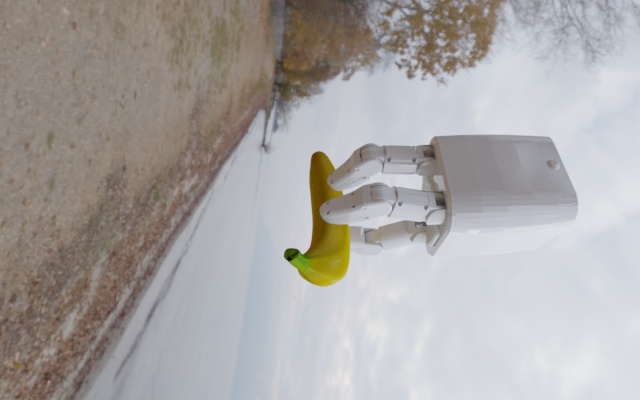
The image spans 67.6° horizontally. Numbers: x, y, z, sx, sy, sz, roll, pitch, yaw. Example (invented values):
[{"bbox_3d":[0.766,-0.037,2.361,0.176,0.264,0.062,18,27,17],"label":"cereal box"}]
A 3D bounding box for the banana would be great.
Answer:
[{"bbox_3d":[0.005,0.019,0.436,0.037,0.070,0.197,-13,26,10],"label":"banana"}]
